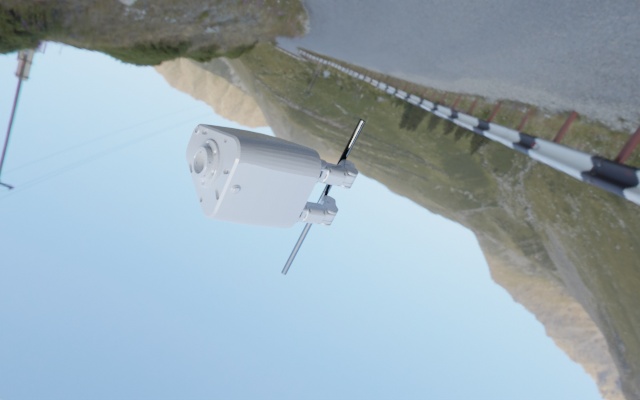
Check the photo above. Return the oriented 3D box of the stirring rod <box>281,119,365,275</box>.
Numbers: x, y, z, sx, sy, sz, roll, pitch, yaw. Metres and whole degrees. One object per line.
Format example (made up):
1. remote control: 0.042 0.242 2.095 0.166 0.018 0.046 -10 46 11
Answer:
1. stirring rod: 0.000 0.002 0.628 0.011 0.240 0.011 24 21 -10
